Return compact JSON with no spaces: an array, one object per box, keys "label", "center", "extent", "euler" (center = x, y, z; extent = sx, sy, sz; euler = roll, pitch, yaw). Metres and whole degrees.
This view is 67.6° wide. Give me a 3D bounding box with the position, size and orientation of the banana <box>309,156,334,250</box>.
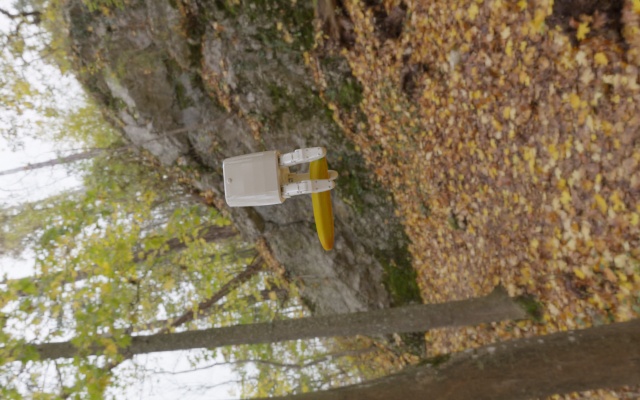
[{"label":"banana","center":[0.001,-0.006,0.910],"extent":[0.037,0.198,0.069],"euler":[-5,16,5]}]
